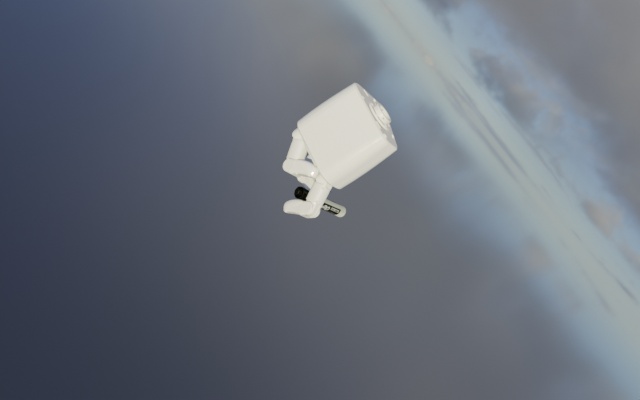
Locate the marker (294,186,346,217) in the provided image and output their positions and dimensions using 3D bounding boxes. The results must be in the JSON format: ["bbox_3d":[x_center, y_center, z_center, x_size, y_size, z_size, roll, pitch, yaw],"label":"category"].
[{"bbox_3d":[0.000,0.002,0.736,0.020,0.020,0.121,0,-15,36],"label":"marker"}]
